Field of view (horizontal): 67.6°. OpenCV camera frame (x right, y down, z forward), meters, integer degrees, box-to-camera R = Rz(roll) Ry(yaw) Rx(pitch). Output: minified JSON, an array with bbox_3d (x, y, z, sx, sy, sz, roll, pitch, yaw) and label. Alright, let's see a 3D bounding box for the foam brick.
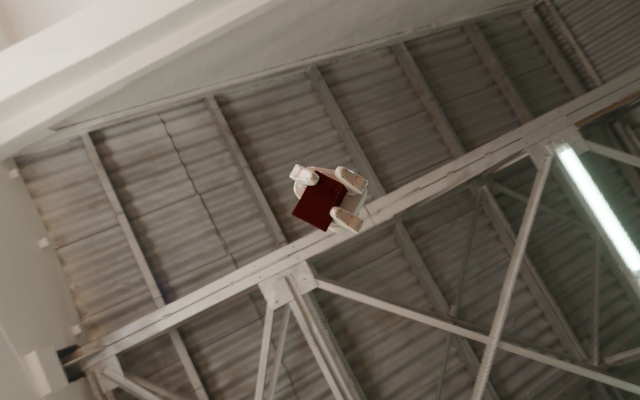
[{"bbox_3d":[0.000,0.003,0.735,0.053,0.078,0.051,28,-5,13],"label":"foam brick"}]
